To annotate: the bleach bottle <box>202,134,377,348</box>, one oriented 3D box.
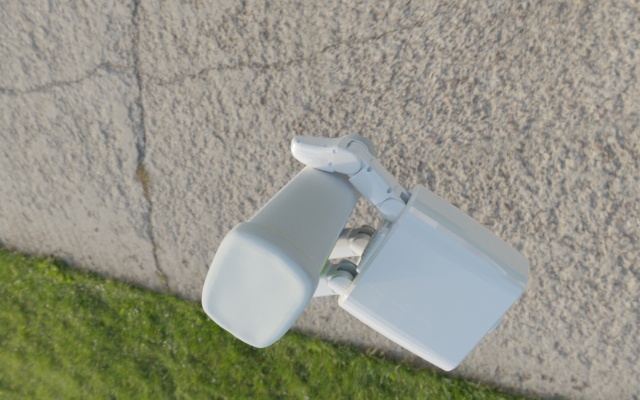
[{"bbox_3d":[0.000,0.001,0.407,0.068,0.103,0.250,34,39,2],"label":"bleach bottle"}]
